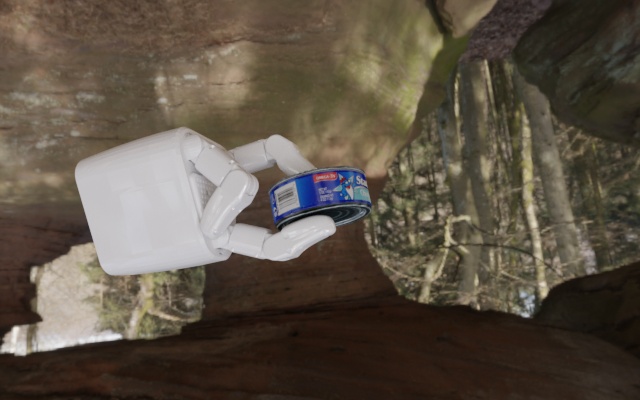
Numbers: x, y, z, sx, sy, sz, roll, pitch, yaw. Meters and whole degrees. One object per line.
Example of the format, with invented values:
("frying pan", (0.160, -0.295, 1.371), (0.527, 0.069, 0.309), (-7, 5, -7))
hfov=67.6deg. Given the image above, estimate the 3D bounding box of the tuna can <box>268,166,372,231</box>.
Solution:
("tuna can", (0.000, 0.002, 0.411), (0.086, 0.033, 0.086), (-11, -15, -3))
